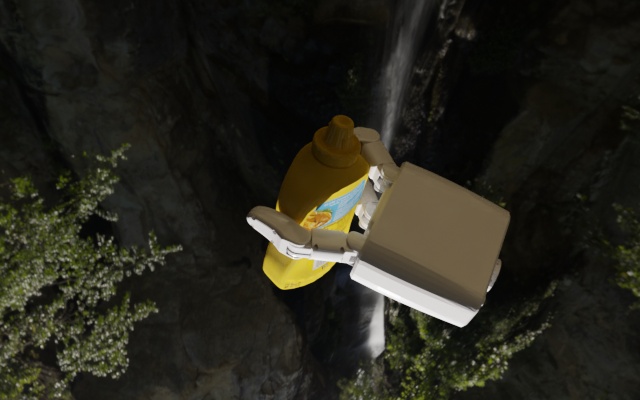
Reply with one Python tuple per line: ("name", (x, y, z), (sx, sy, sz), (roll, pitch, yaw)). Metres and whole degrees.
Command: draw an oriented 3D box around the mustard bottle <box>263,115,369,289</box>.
("mustard bottle", (0.000, 0.001, 0.450), (0.096, 0.192, 0.058), (-29, 61, -35))
